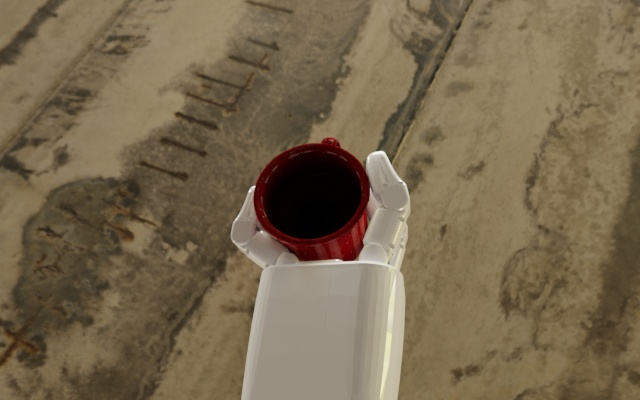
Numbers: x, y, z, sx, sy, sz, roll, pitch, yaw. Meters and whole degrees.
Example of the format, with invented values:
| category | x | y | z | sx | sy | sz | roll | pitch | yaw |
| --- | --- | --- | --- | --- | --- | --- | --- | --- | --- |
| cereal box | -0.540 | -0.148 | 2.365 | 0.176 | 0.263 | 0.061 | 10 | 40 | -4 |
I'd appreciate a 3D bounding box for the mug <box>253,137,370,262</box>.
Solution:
| category | x | y | z | sx | sy | sz | roll | pitch | yaw |
| --- | --- | --- | --- | --- | --- | --- | --- | --- | --- |
| mug | 0.000 | 0.000 | 0.415 | 0.093 | 0.117 | 0.081 | 5 | -27 | 12 |
